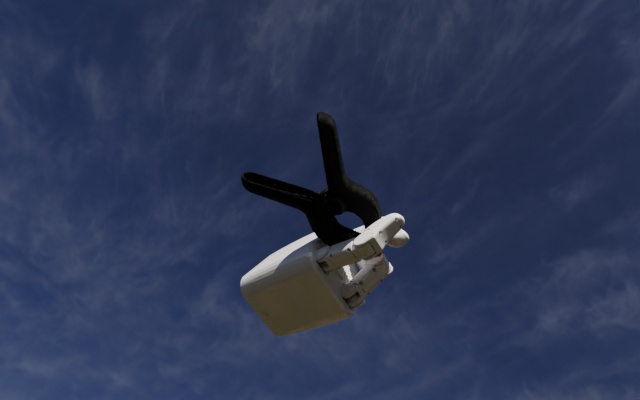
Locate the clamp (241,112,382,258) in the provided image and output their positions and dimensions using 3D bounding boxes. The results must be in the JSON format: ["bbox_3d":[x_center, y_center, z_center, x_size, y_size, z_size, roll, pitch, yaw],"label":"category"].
[{"bbox_3d":[0.000,0.001,0.514,0.120,0.171,0.039,-25,22,24],"label":"clamp"}]
